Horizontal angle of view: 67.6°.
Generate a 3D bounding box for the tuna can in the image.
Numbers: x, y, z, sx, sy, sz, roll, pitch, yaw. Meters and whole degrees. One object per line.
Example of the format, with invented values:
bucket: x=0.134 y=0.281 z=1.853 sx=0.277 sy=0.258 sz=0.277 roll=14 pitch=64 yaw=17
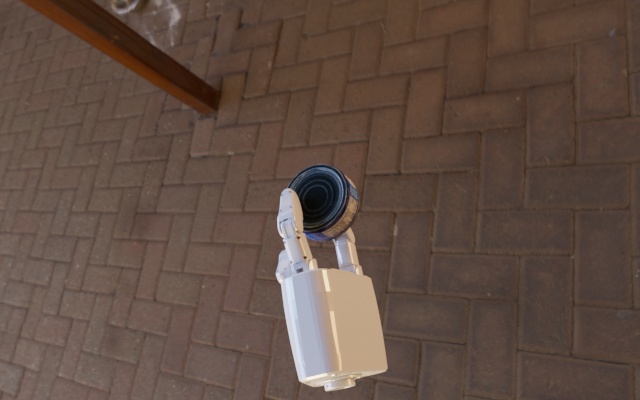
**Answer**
tuna can: x=0.000 y=0.002 z=0.551 sx=0.086 sy=0.086 sz=0.034 roll=0 pitch=-21 yaw=30
